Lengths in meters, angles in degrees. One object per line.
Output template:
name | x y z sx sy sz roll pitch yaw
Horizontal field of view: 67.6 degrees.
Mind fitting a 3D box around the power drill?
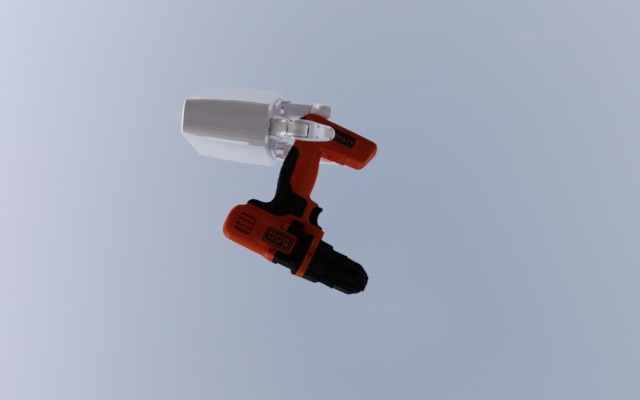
power drill | 0.000 0.001 0.584 0.184 0.187 0.057 26 -17 -3
